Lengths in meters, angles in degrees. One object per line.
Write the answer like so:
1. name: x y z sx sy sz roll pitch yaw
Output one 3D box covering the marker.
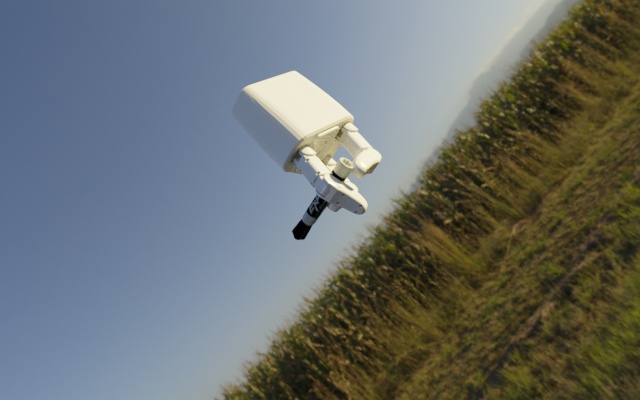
1. marker: 0.000 0.002 0.559 0.020 0.121 0.020 25 30 -16
